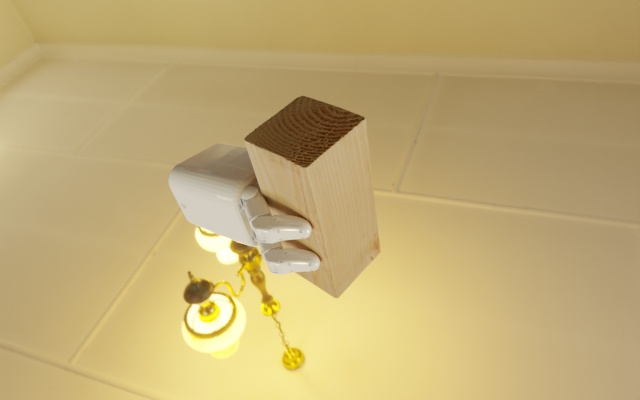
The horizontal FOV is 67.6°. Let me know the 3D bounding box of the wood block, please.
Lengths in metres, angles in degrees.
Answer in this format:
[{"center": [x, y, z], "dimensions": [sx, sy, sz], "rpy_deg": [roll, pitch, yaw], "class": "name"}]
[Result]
[{"center": [0.000, 0.002, 0.537], "dimensions": [0.090, 0.206, 0.090], "rpy_deg": [27, 56, 33], "class": "wood block"}]
